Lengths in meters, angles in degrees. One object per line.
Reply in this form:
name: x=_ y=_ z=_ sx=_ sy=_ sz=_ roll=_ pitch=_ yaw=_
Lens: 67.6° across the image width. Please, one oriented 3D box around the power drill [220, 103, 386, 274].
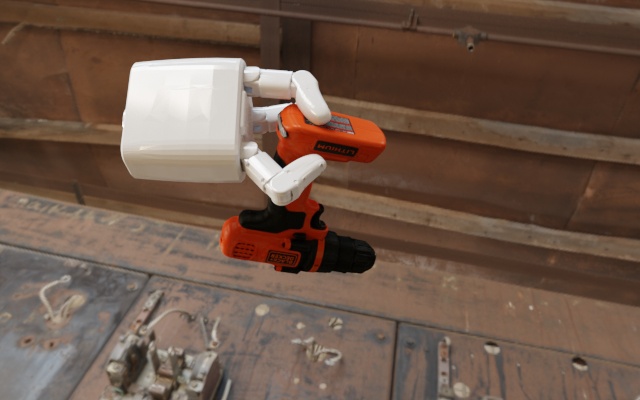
power drill: x=0.000 y=0.001 z=0.509 sx=0.184 sy=0.188 sz=0.057 roll=10 pitch=32 yaw=-19
